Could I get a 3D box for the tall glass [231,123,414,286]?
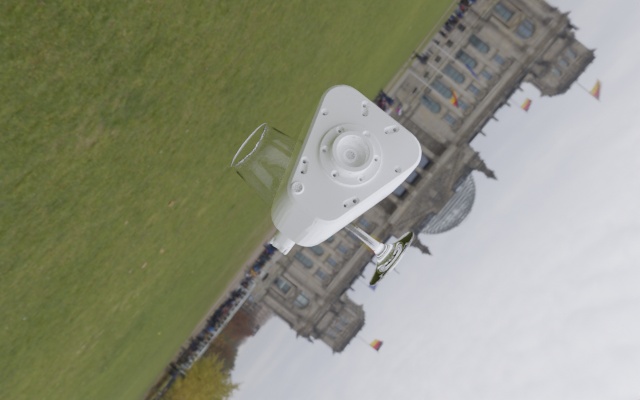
[{"bbox_3d":[0.001,0.002,0.520,0.201,0.079,0.079,38,0,0],"label":"tall glass"}]
